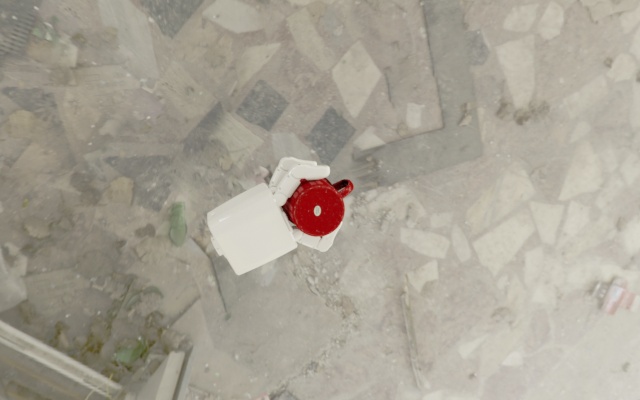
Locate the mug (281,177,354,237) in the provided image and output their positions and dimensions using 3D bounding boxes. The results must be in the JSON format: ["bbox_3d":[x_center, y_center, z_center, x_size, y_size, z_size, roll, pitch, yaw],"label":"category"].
[{"bbox_3d":[0.001,0.002,0.745,0.117,0.093,0.081,-28,17,-6],"label":"mug"}]
